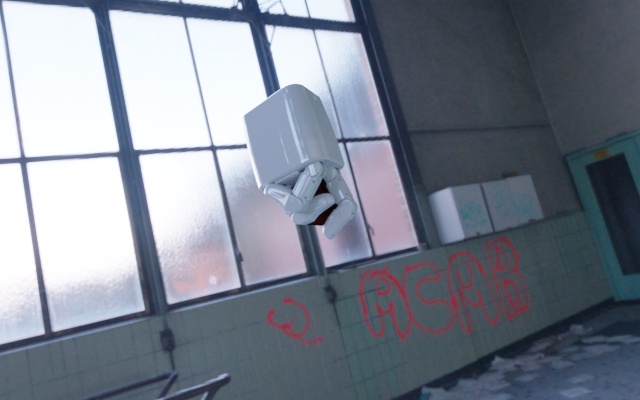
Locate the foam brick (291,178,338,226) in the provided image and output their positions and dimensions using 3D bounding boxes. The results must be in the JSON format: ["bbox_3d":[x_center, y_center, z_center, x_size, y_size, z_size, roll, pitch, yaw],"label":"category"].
[{"bbox_3d":[0.000,0.002,0.667,0.053,0.051,0.078,-24,-13,18],"label":"foam brick"}]
